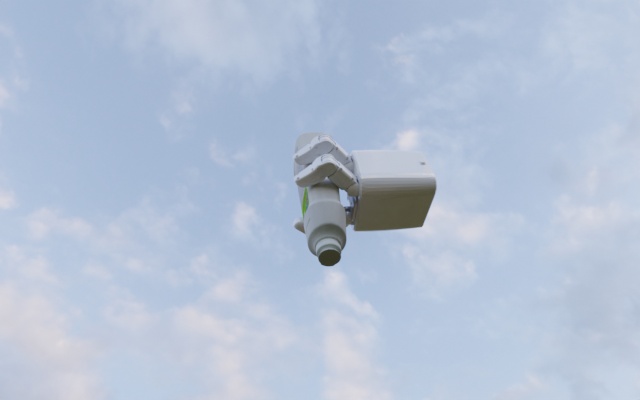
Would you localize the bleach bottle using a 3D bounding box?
[{"bbox_3d":[0.000,0.002,0.677,0.068,0.103,0.250,-1,36,-5],"label":"bleach bottle"}]
